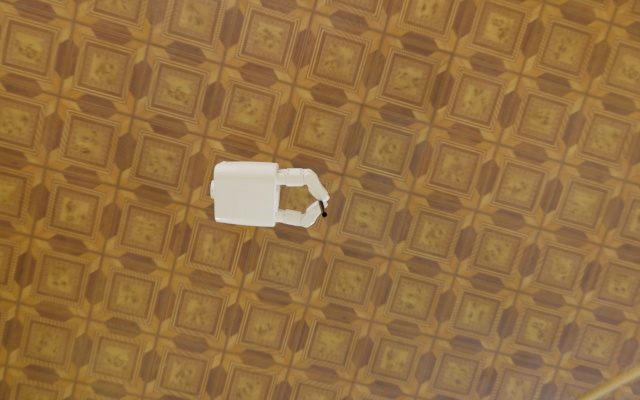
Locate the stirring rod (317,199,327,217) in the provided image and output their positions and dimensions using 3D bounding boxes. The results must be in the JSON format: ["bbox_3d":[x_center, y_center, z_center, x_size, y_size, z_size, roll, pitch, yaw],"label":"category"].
[{"bbox_3d":[0.000,0.003,0.830,0.011,0.011,0.239,0,9,-3],"label":"stirring rod"}]
